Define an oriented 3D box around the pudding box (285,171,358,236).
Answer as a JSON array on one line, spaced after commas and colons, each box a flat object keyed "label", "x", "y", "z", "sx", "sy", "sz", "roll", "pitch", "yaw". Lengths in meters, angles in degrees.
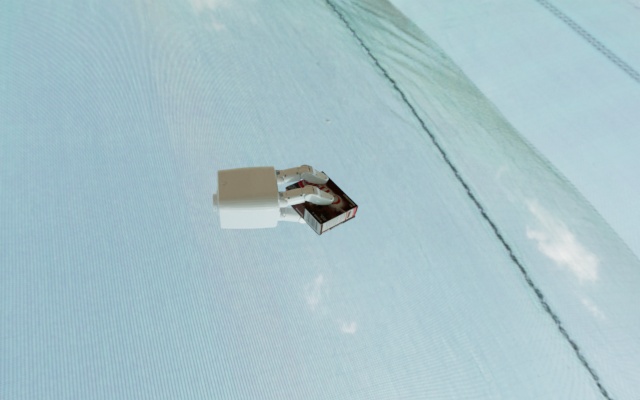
[{"label": "pudding box", "x": 0.000, "y": 0.003, "z": 0.893, "sx": 0.090, "sy": 0.039, "sz": 0.113, "roll": -26, "pitch": 58, "yaw": -29}]
